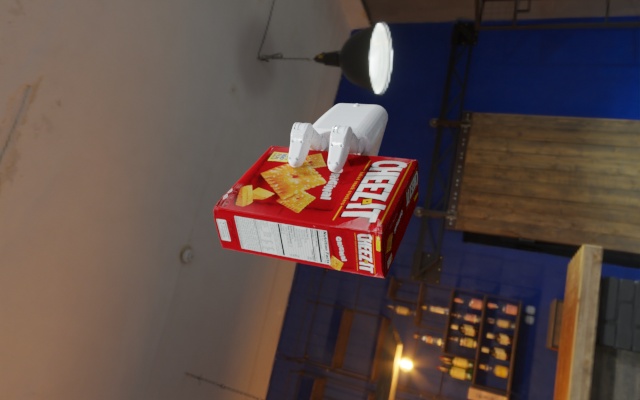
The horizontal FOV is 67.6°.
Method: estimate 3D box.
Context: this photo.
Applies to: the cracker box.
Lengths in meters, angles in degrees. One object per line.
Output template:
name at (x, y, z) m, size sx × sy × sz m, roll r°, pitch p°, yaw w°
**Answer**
cracker box at (0.000, 0.002, 0.600) m, size 0.213 × 0.072 × 0.164 m, roll 7°, pitch 36°, yaw 22°
